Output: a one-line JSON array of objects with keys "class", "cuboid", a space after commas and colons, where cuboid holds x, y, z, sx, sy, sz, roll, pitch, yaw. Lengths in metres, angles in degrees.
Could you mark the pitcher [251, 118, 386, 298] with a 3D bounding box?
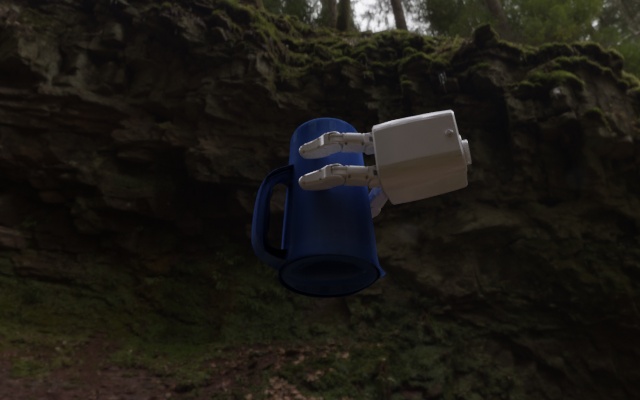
[{"class": "pitcher", "cuboid": [0.000, 0.002, 0.671, 0.145, 0.242, 0.149, -13, -35, 17]}]
